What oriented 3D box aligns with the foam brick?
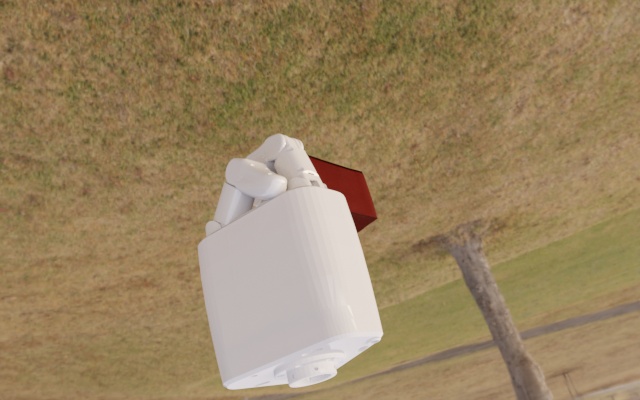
[{"bbox_3d":[0.000,0.001,0.408,0.078,0.051,0.053,13,-41,-41],"label":"foam brick"}]
